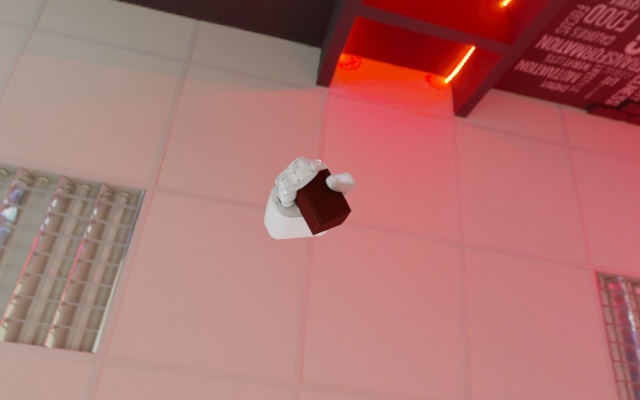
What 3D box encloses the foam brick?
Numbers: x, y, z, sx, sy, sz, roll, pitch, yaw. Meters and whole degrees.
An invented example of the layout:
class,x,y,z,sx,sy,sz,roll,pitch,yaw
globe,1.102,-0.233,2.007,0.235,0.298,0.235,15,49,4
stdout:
class,x,y,z,sx,sy,sz,roll,pitch,yaw
foam brick,0.000,0.003,0.698,0.053,0.078,0.051,-20,-19,-23
